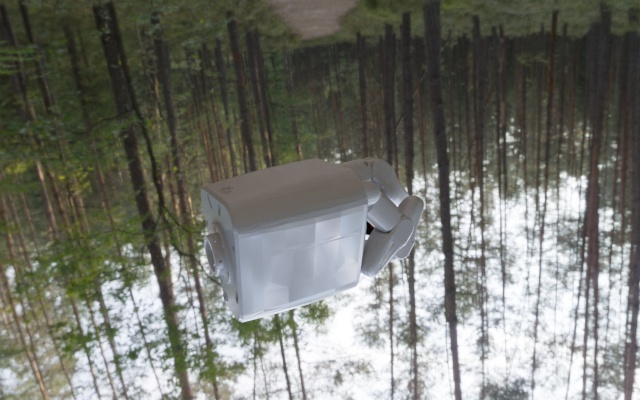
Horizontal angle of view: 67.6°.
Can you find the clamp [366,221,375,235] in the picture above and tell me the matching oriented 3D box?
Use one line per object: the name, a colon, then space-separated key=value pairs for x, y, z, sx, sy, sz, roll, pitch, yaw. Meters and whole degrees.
clamp: x=0.000 y=0.002 z=0.490 sx=0.120 sy=0.039 sz=0.171 roll=-14 pitch=18 yaw=-25
